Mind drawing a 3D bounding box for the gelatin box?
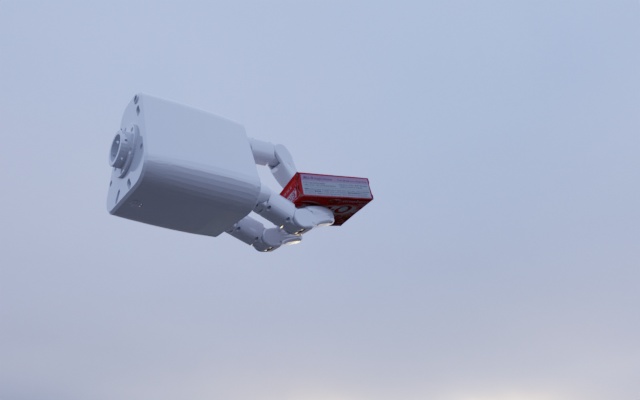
[{"bbox_3d":[0.000,0.001,0.516,0.089,0.030,0.073,2,-27,-29],"label":"gelatin box"}]
